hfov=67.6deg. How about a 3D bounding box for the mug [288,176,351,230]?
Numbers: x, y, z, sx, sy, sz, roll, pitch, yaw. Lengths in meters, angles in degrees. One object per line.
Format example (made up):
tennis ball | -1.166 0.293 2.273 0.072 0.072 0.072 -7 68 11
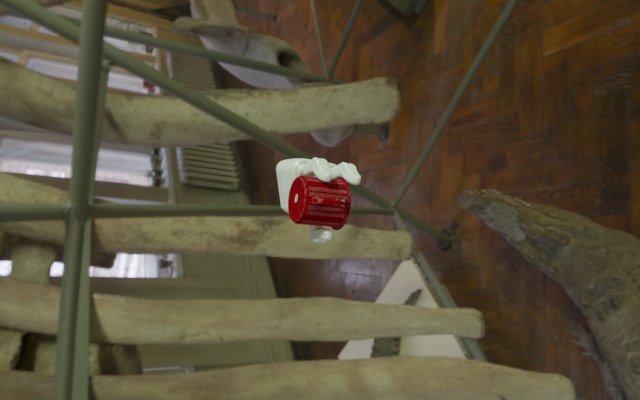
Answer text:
mug | 0.001 0.003 0.802 0.081 0.093 0.117 6 1 -25
